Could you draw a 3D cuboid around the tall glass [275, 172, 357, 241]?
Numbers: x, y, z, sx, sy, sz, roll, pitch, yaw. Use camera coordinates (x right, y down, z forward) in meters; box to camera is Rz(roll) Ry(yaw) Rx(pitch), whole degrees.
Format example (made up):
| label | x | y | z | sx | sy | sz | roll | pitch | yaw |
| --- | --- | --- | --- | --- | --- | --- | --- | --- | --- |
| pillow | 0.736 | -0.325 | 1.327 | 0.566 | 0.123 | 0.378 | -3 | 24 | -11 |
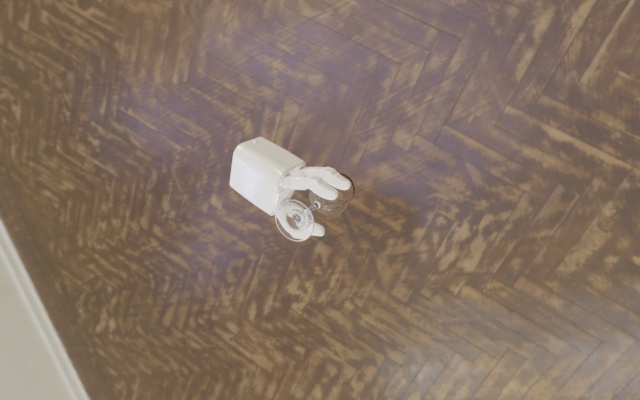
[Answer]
| label | x | y | z | sx | sy | sz | roll | pitch | yaw |
| --- | --- | --- | --- | --- | --- | --- | --- | --- | --- |
| tall glass | 0.000 | 0.003 | 0.873 | 0.079 | 0.079 | 0.201 | 0 | 18 | 28 |
